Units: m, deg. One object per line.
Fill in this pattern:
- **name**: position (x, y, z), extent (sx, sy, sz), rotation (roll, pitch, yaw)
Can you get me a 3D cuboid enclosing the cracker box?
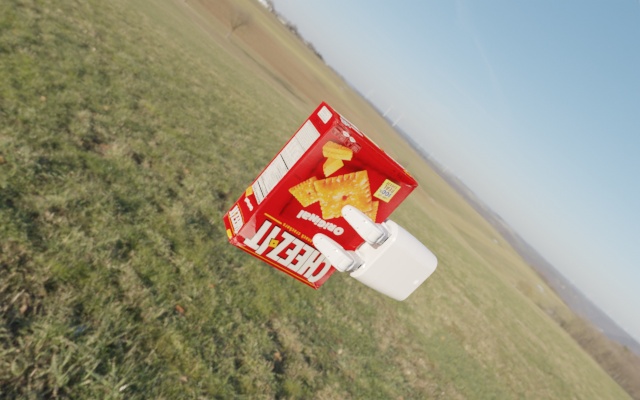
- **cracker box**: position (0.000, 0.002, 0.648), extent (0.164, 0.214, 0.072), rotation (34, 14, -32)
